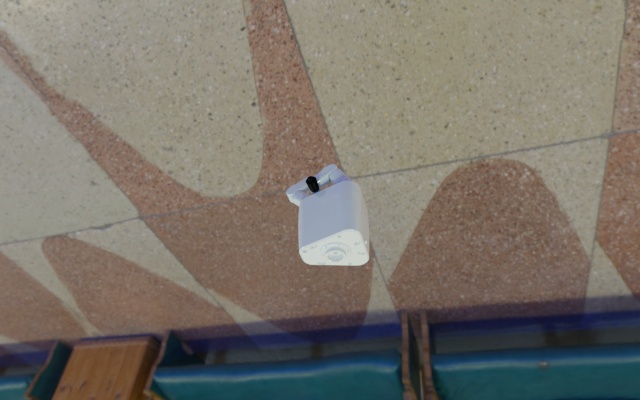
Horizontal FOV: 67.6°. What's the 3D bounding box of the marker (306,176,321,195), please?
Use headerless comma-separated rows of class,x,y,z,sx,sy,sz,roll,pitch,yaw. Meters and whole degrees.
marker,0.000,0.003,0.828,0.020,0.020,0.121,0,-42,23
